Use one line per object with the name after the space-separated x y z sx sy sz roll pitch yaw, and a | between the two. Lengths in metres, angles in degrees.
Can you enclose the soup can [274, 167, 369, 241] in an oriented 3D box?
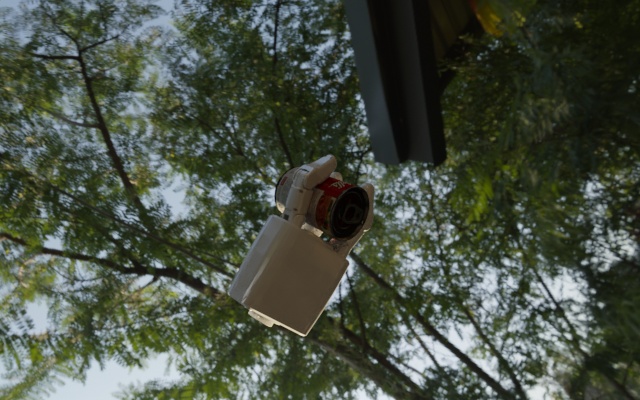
0.000 0.001 0.591 0.102 0.068 0.068 22 15 40 | soup can
